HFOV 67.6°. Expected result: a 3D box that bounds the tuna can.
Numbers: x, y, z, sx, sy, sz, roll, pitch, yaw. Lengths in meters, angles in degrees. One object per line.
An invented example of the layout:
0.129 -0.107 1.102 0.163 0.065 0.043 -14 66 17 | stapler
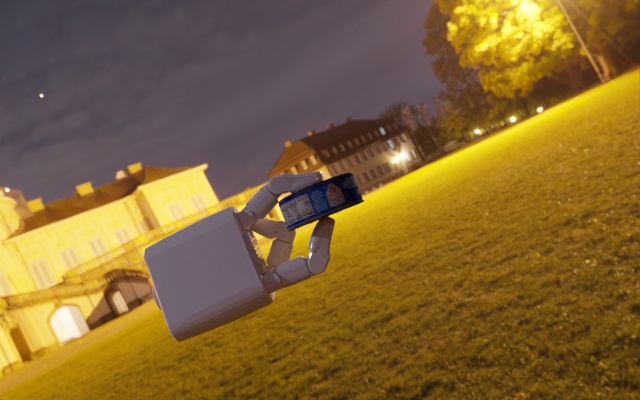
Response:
0.000 0.001 0.498 0.086 0.034 0.086 -22 -3 -1 | tuna can
